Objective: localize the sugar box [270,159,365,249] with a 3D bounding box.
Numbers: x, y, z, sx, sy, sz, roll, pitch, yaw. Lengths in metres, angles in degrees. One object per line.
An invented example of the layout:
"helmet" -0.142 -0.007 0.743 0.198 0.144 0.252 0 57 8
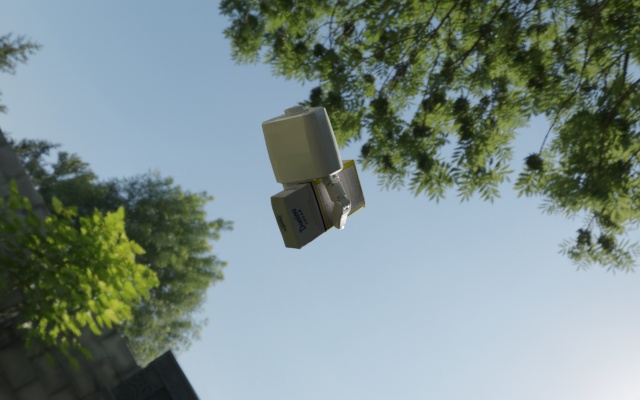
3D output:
"sugar box" 0.000 0.002 0.813 0.176 0.093 0.048 -29 20 -38
